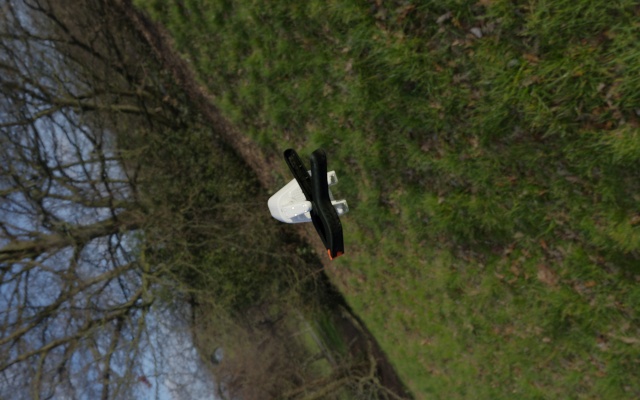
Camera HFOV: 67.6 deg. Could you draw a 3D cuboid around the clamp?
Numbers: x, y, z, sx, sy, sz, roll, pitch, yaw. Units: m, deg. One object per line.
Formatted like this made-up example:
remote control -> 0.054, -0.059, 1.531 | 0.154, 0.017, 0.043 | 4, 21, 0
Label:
clamp -> 0.000, 0.003, 0.816 | 0.036, 0.210, 0.164 | -23, 7, -16
